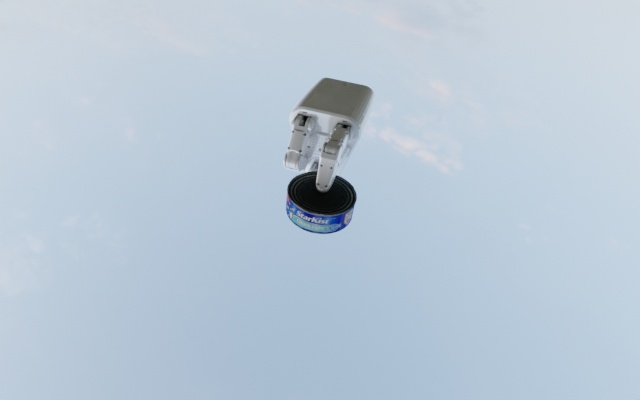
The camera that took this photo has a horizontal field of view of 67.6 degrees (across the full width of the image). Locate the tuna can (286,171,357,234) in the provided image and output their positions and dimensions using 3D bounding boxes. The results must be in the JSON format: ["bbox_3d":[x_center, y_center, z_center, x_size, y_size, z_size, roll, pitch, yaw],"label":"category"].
[{"bbox_3d":[0.000,0.002,0.592,0.086,0.034,0.086,6,39,-5],"label":"tuna can"}]
